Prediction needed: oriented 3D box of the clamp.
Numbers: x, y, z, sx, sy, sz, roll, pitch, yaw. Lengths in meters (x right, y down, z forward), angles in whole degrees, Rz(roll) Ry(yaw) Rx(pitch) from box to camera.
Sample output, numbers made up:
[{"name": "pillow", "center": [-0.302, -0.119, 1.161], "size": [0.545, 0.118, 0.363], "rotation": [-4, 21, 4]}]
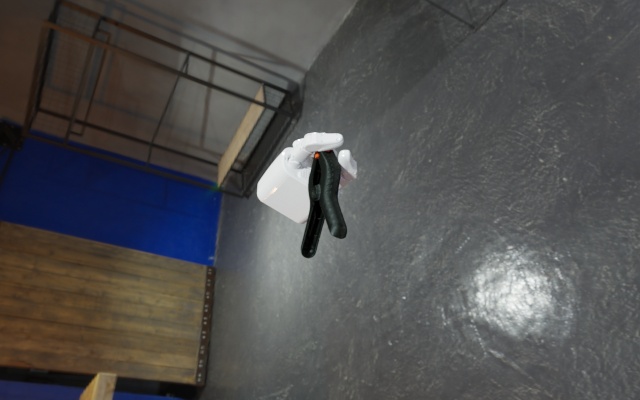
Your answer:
[{"name": "clamp", "center": [0.000, 0.002, 0.723], "size": [0.039, 0.171, 0.120], "rotation": [18, -36, -27]}]
